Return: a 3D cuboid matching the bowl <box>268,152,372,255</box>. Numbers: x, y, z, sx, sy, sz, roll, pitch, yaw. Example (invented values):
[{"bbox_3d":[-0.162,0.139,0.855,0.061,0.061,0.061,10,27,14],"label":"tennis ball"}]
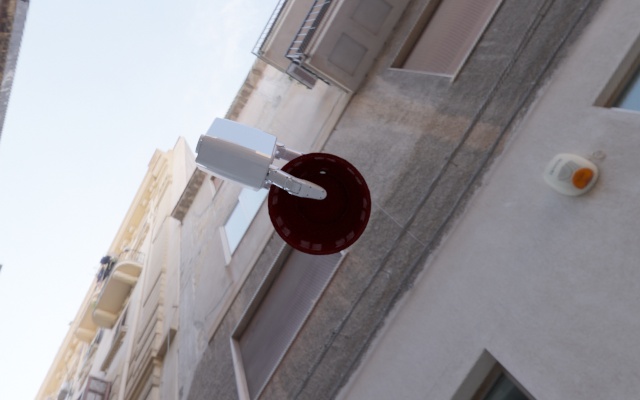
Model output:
[{"bbox_3d":[0.001,0.003,0.760,0.162,0.162,0.055,0,10,6],"label":"bowl"}]
